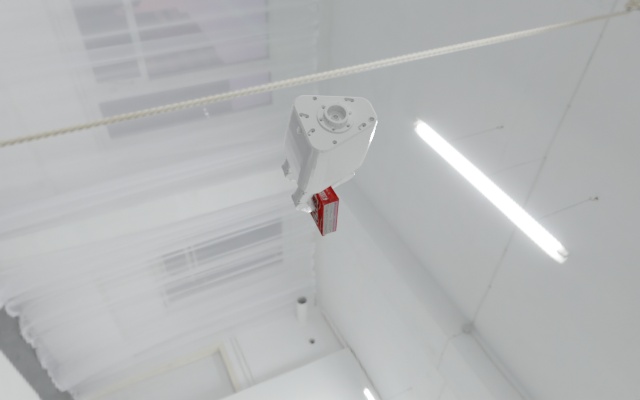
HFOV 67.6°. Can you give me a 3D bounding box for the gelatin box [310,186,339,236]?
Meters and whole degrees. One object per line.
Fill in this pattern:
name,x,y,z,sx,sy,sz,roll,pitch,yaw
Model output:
gelatin box,0.001,0.003,0.775,0.030,0.073,0.089,-19,-35,-15
